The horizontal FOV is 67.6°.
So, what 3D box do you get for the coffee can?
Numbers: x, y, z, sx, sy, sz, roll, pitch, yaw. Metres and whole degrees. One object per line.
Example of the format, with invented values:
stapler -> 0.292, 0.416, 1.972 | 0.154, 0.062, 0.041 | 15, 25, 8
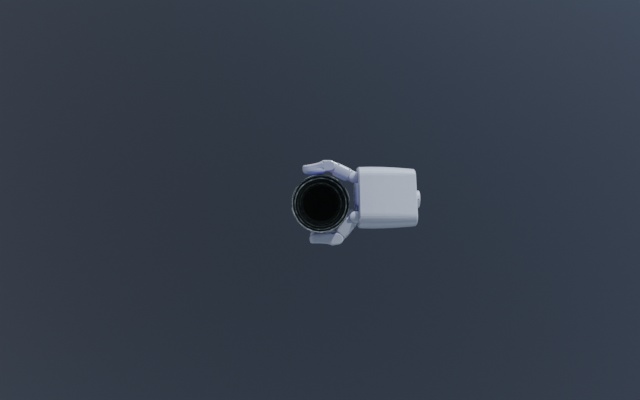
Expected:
coffee can -> 0.000, 0.003, 0.892 | 0.103, 0.103, 0.140 | 0, 3, 0
